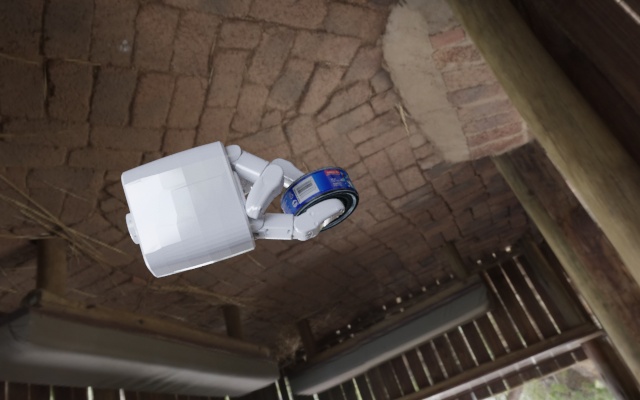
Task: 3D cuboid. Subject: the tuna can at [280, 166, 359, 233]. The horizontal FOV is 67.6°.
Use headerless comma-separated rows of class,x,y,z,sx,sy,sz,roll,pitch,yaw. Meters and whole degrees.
tuna can,0.000,0.002,0.541,0.086,0.033,0.086,-21,-29,-12
